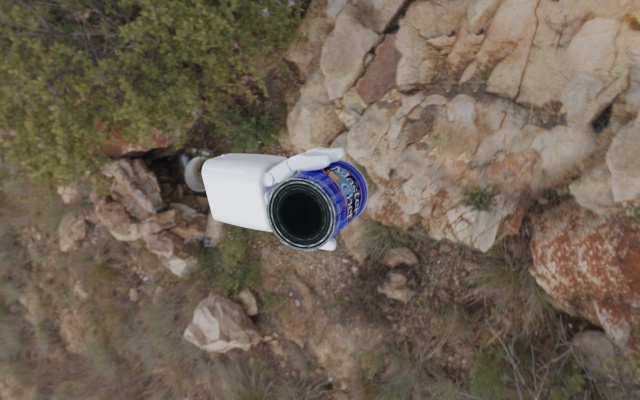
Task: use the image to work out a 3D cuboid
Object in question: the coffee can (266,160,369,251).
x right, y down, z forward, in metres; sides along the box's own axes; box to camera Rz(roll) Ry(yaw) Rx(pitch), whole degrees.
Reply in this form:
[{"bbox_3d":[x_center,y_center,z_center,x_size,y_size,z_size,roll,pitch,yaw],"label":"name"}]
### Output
[{"bbox_3d":[0.000,0.002,0.695,0.103,0.103,0.140,0,14,24],"label":"coffee can"}]
